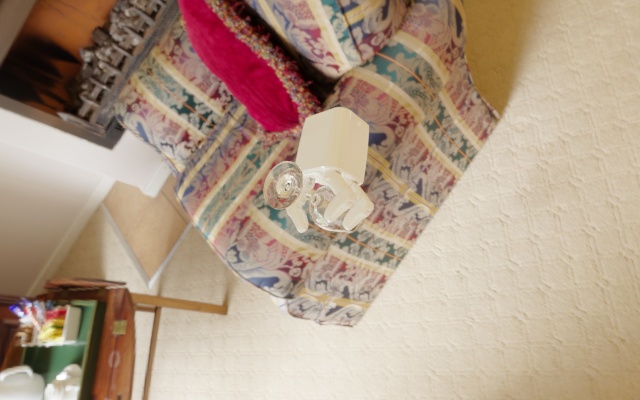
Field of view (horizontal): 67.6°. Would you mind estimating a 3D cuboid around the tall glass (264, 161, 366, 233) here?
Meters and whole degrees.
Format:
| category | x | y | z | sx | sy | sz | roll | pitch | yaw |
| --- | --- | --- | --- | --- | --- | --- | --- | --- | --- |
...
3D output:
| category | x | y | z | sx | sy | sz | roll | pitch | yaw |
| --- | --- | --- | --- | --- | --- | --- | --- | --- | --- |
| tall glass | 0.000 | 0.003 | 0.782 | 0.079 | 0.079 | 0.201 | 0 | -15 | 35 |
